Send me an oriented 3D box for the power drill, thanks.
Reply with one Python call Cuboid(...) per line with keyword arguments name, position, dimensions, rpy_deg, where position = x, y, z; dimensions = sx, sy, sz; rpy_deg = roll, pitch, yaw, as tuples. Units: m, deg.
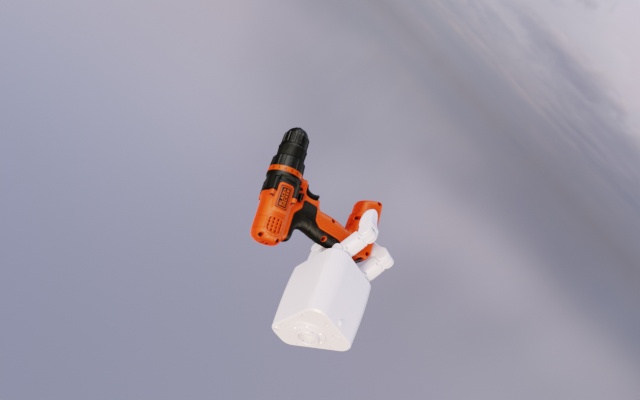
Cuboid(name="power drill", position=(0.000, 0.003, 0.717), dimensions=(0.188, 0.184, 0.057), rpy_deg=(25, -20, -22))
